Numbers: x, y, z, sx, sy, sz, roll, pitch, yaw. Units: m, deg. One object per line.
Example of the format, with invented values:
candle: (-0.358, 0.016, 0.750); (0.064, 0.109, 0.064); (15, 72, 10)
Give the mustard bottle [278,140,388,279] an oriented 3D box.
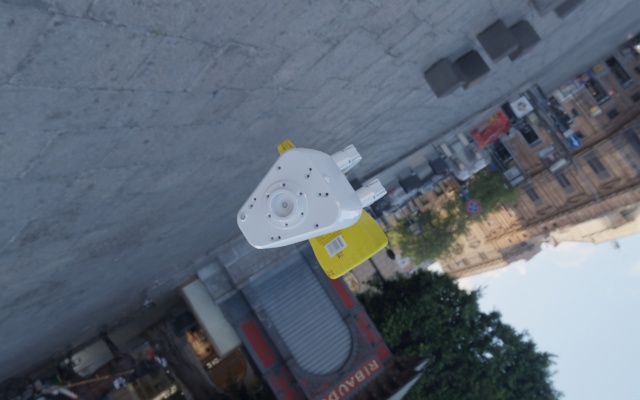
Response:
mustard bottle: (0.000, 0.002, 0.634); (0.096, 0.191, 0.058); (-39, -9, 37)
